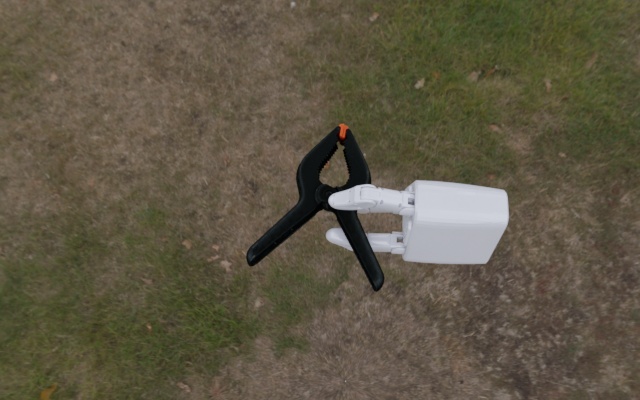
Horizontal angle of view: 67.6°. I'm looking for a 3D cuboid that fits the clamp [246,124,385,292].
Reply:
[{"bbox_3d":[0.000,0.001,0.591,0.164,0.210,0.036,5,-20,1],"label":"clamp"}]
